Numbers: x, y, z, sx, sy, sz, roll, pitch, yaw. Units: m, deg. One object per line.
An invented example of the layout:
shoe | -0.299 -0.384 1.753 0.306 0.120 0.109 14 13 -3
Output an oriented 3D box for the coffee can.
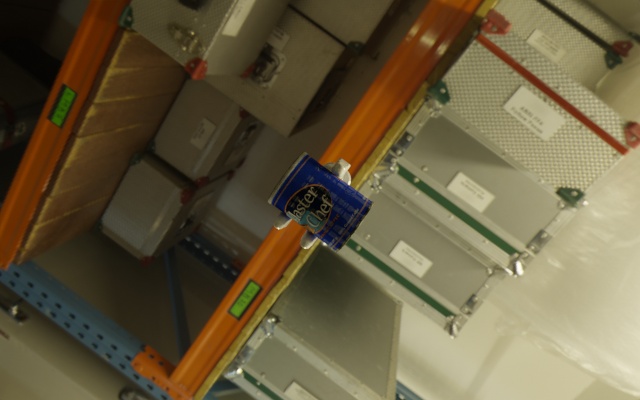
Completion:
coffee can | 0.000 0.002 0.780 0.140 0.103 0.103 36 0 1
